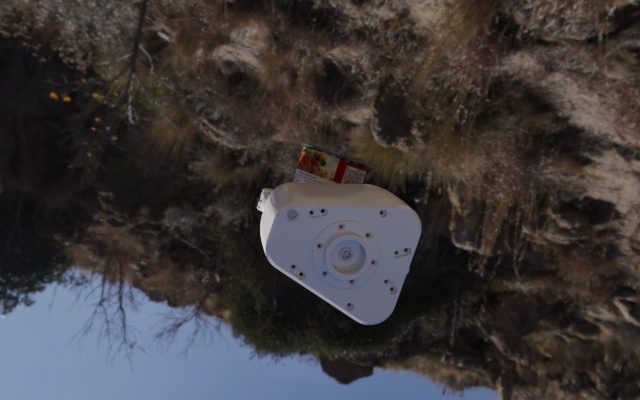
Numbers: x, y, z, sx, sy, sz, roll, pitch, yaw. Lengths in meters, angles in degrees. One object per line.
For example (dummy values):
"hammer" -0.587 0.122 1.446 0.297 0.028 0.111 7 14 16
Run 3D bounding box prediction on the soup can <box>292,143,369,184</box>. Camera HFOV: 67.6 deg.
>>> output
"soup can" 0.000 0.002 0.479 0.068 0.102 0.068 19 5 -2
